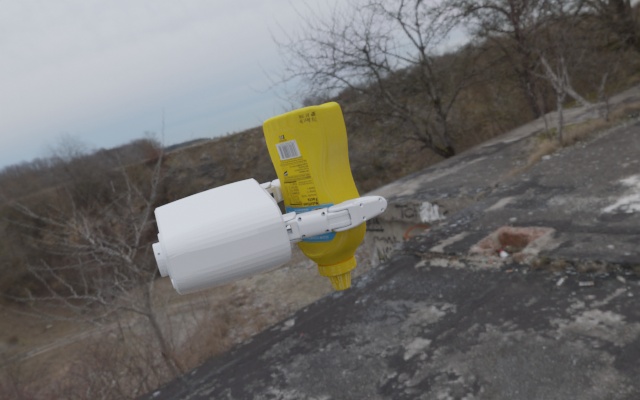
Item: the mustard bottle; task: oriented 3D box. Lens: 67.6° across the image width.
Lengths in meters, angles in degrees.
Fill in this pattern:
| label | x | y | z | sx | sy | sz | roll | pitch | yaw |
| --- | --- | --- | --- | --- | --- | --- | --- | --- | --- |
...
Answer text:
| label | x | y | z | sx | sy | sz | roll | pitch | yaw |
| --- | --- | --- | --- | --- | --- | --- | --- | --- | --- |
| mustard bottle | 0.000 | 0.001 | 0.495 | 0.058 | 0.191 | 0.096 | -21 | 11 | -41 |
